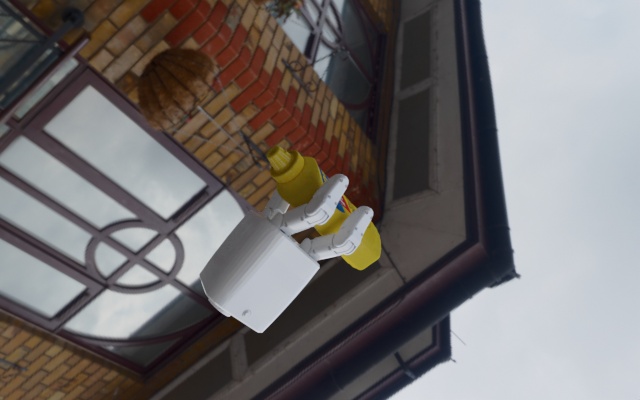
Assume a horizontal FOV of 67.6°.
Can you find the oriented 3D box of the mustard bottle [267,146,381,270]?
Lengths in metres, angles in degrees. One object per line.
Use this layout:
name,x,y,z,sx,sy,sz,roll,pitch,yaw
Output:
mustard bottle,0.000,0.002,0.585,0.058,0.192,0.096,-36,37,12
